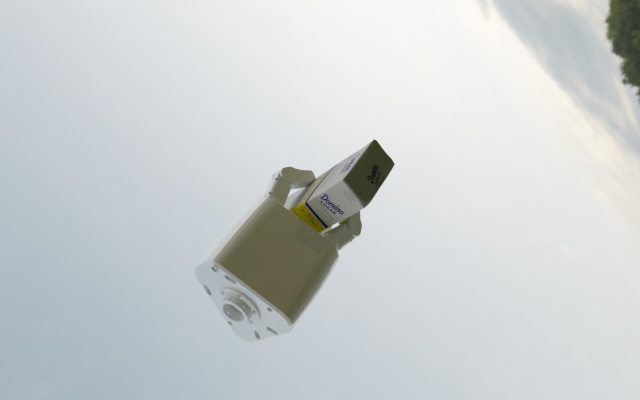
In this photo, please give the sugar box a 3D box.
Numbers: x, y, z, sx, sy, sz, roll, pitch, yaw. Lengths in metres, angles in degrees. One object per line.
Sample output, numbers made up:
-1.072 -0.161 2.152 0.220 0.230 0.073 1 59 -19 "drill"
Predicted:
0.000 0.002 0.569 0.176 0.048 0.093 -28 17 43 "sugar box"
